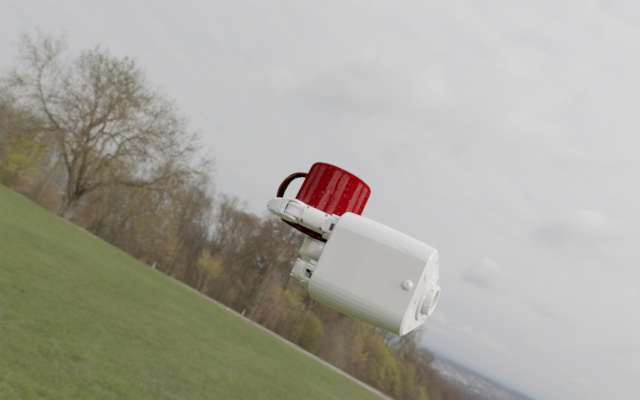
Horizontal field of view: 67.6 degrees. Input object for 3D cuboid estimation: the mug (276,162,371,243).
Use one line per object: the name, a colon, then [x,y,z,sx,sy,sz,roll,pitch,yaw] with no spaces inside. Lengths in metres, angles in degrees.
mug: [-0.001,0.001,0.589,0.117,0.081,0.093,22,-10,24]
